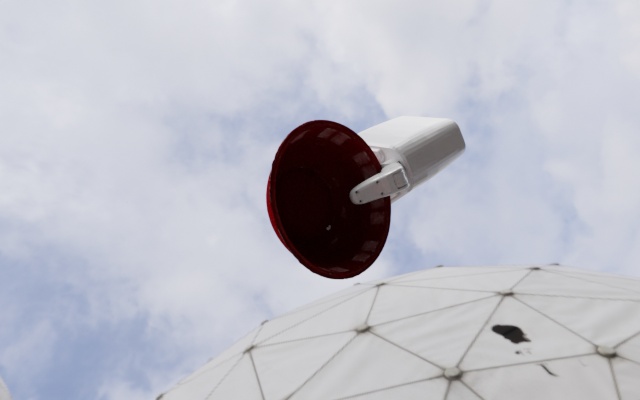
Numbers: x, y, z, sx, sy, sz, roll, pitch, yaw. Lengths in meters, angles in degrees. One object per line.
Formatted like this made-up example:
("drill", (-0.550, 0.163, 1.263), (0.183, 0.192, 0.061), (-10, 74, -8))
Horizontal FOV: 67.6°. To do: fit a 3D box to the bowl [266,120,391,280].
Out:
("bowl", (-0.001, 0.002, 0.495), (0.162, 0.162, 0.055), (0, -9, -41))
